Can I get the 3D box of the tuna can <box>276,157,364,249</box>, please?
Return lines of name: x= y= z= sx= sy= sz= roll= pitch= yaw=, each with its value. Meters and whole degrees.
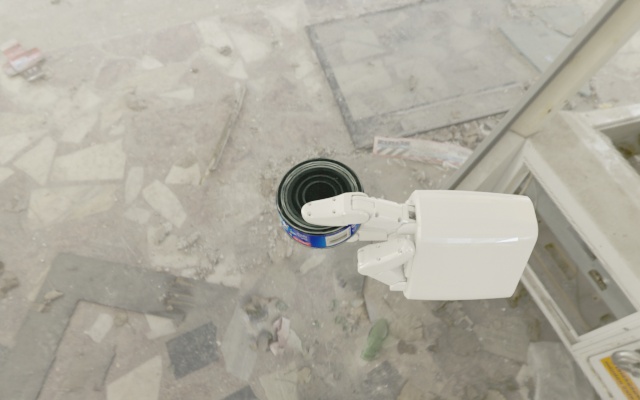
tuna can: x=0.000 y=0.001 z=0.462 sx=0.086 sy=0.086 sz=0.034 roll=0 pitch=-28 yaw=4
